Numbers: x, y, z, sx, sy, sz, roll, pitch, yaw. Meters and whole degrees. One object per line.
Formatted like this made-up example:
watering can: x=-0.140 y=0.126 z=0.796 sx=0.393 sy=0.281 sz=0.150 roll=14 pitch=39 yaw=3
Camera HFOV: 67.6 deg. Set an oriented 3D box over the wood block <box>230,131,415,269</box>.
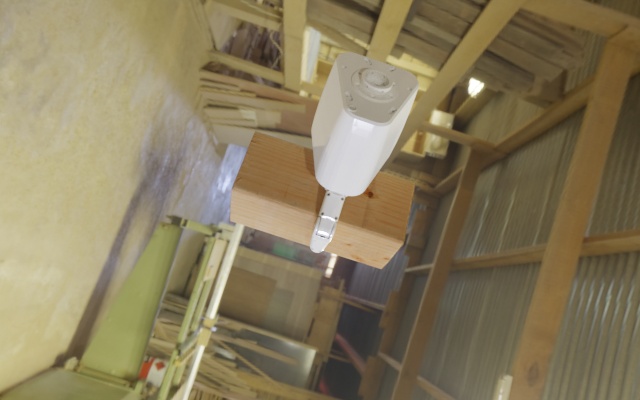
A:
wood block: x=0.000 y=0.002 z=0.598 sx=0.206 sy=0.090 sz=0.090 roll=18 pitch=-29 yaw=-2
